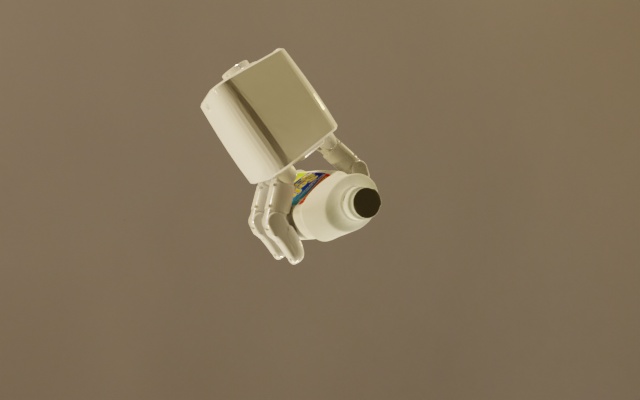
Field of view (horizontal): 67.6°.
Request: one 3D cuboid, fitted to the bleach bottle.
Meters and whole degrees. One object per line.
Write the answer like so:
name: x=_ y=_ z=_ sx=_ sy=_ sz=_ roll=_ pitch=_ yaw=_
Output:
bleach bottle: x=0.000 y=0.002 z=0.538 sx=0.102 sy=0.068 sz=0.251 roll=-38 pitch=12 yaw=-19
